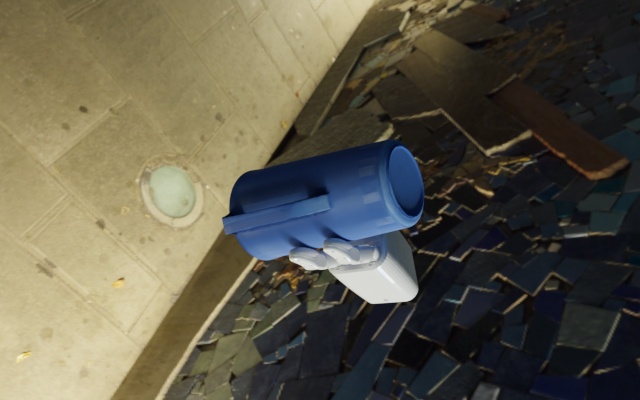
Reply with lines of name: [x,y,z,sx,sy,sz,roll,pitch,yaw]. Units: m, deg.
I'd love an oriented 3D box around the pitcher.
pitcher: [0.000,0.002,0.623,0.243,0.149,0.145,-13,-45,35]
